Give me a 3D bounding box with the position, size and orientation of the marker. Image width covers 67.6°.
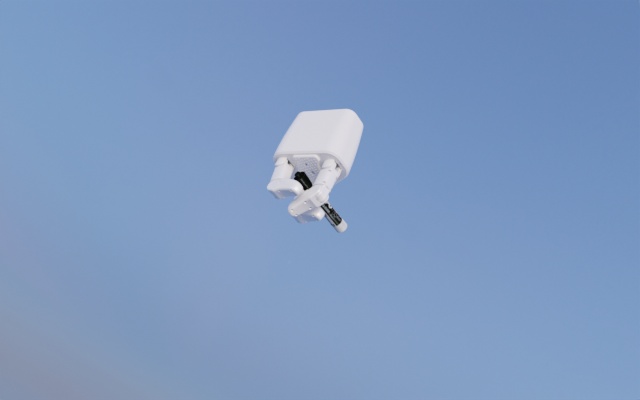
[{"bbox_3d":[0.000,0.002,0.687,0.020,0.020,0.121,0,-41,45],"label":"marker"}]
